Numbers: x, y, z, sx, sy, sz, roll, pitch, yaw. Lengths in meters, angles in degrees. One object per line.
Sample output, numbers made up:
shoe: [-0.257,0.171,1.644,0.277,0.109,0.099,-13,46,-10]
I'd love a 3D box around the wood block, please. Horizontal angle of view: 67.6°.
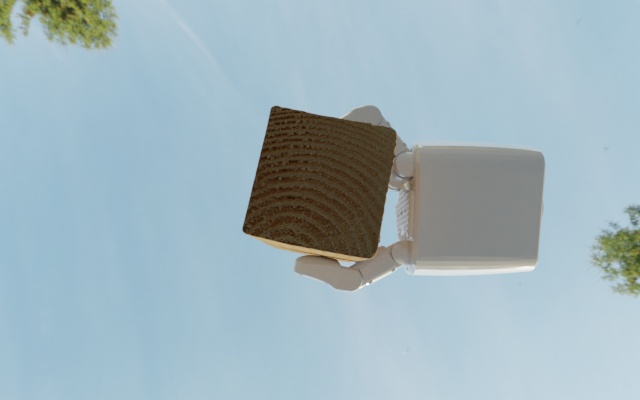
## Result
wood block: [0.000,0.002,0.413,0.090,0.091,0.206,11,-8,2]
